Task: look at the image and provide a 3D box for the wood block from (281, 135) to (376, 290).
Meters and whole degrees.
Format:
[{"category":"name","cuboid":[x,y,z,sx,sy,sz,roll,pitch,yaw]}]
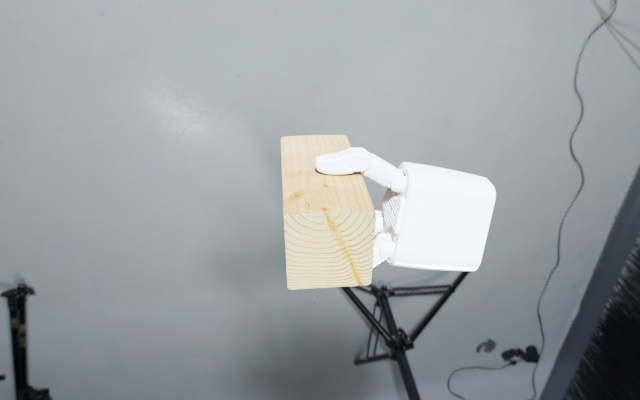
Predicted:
[{"category":"wood block","cuboid":[0.001,0.002,0.559,0.090,0.091,0.206,-2,28,-5]}]
